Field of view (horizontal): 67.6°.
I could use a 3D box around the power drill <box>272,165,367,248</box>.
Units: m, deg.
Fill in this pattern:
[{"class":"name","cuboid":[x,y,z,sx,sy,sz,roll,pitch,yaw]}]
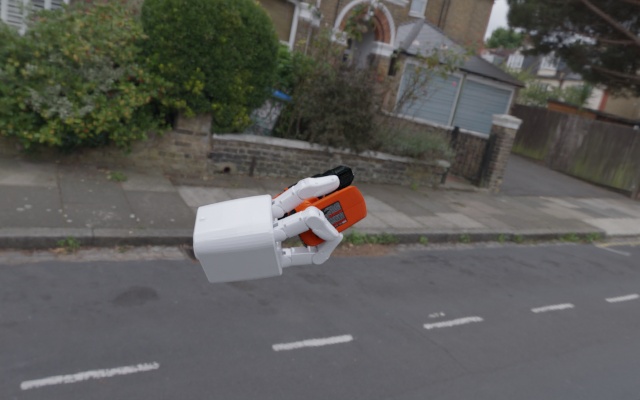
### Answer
[{"class":"power drill","cuboid":[0.000,0.003,0.751,0.184,0.057,0.187,-30,16,-13]}]
